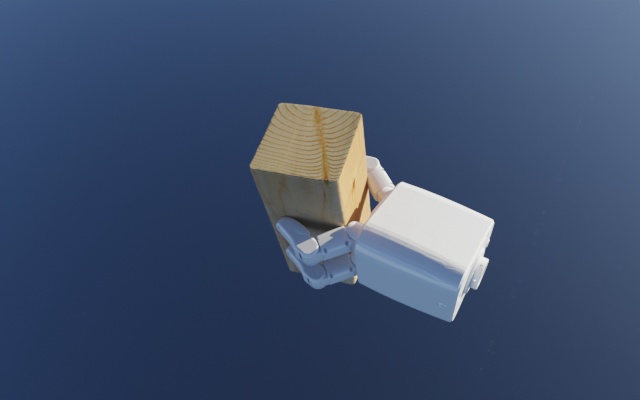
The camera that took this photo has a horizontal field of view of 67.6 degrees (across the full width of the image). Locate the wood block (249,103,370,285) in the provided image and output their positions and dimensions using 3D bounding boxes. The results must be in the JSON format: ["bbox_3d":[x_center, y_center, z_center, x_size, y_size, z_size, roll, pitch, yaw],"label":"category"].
[{"bbox_3d":[0.001,0.001,0.535,0.090,0.090,0.206,10,-33,16],"label":"wood block"}]
